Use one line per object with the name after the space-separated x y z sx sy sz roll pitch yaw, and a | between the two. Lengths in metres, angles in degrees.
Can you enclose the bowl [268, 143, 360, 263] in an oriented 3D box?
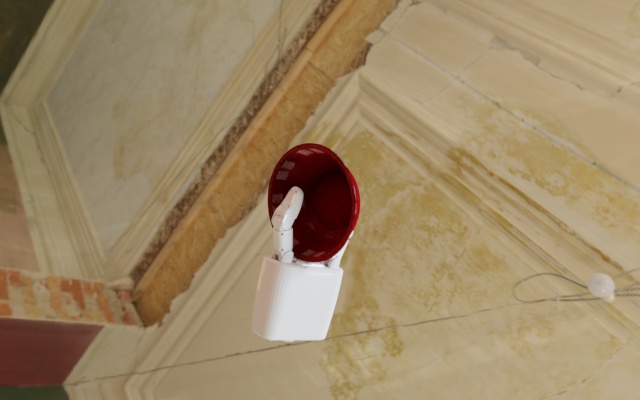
0.001 0.001 0.660 0.162 0.162 0.055 0 3 42 | bowl
